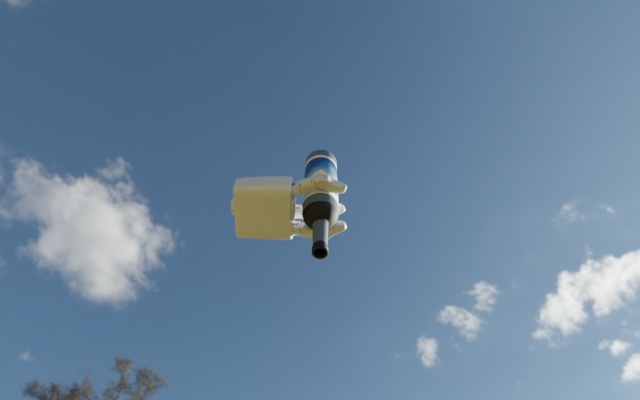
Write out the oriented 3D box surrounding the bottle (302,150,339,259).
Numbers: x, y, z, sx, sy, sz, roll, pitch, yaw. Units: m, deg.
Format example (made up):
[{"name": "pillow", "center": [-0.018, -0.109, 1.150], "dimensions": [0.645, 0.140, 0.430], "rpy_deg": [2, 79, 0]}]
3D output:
[{"name": "bottle", "center": [0.000, 0.003, 0.899], "dimensions": [0.069, 0.069, 0.295], "rpy_deg": [0, 34, 0]}]
